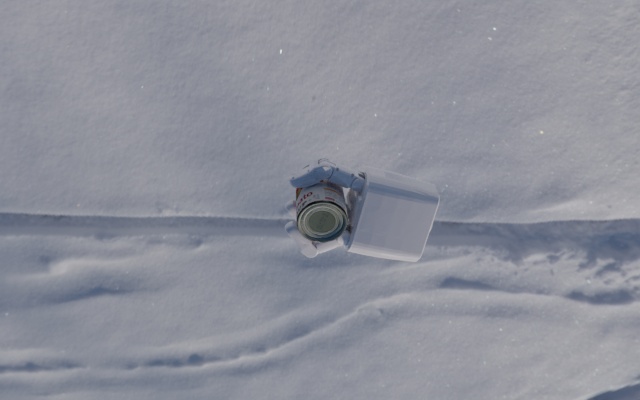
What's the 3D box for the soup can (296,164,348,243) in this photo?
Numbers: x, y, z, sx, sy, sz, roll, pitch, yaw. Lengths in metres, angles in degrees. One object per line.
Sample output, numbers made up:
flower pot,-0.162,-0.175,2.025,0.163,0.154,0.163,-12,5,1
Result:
soup can,0.000,0.002,0.652,0.068,0.068,0.102,0,33,-3
